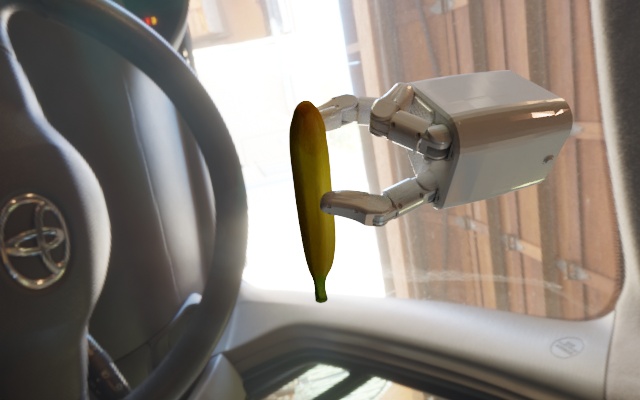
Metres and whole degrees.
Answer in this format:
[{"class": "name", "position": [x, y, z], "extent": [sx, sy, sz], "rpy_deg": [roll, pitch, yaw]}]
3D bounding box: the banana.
[{"class": "banana", "position": [-0.004, -0.003, 0.445], "extent": [0.037, 0.198, 0.069], "rpy_deg": [-12, 27, -10]}]
